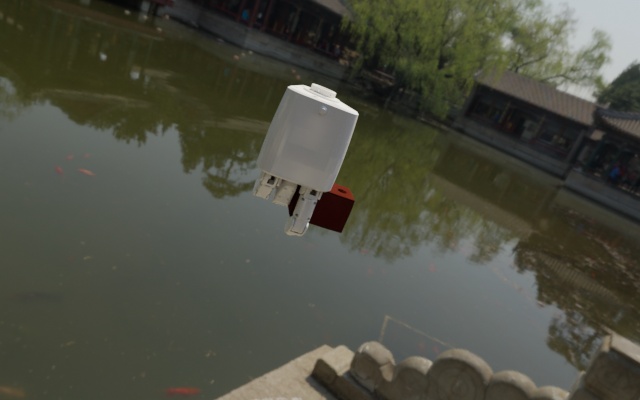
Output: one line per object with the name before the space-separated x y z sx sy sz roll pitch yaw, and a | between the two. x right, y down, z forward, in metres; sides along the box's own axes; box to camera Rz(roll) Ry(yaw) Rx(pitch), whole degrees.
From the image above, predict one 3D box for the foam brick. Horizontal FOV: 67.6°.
foam brick | 0.000 0.002 0.649 0.078 0.051 0.053 19 17 -13
